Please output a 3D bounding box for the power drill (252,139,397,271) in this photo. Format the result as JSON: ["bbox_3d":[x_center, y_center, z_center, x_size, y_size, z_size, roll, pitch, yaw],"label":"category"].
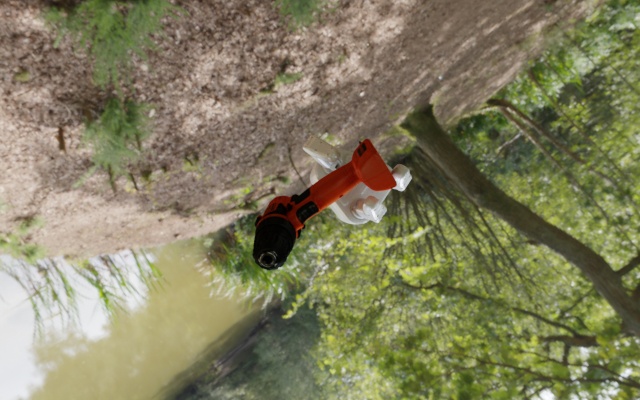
[{"bbox_3d":[0.001,0.002,0.597,0.187,0.057,0.184,-31,16,10],"label":"power drill"}]
